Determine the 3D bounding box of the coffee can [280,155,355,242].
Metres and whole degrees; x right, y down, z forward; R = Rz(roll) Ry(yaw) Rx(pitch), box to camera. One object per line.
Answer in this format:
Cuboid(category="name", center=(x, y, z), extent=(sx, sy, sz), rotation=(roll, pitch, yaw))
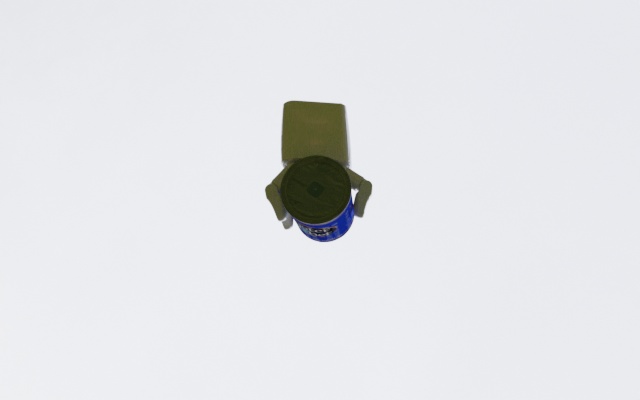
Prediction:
Cuboid(category="coffee can", center=(0.000, 0.003, 0.744), extent=(0.103, 0.102, 0.140), rotation=(0, -16, 6))
